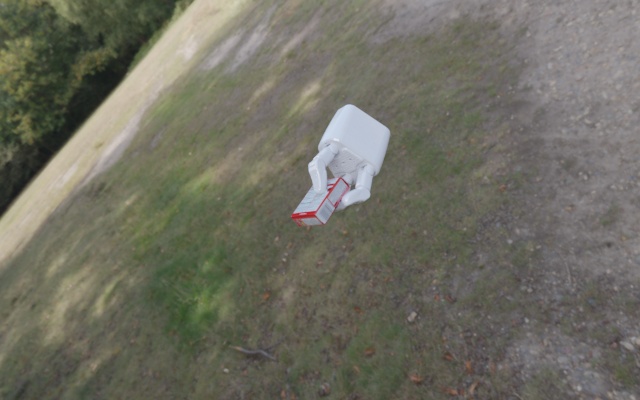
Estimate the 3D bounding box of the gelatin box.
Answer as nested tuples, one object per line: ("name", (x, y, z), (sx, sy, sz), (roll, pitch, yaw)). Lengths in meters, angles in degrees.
("gelatin box", (0.000, 0.003, 0.816), (0.030, 0.089, 0.073), (48, -30, -23))
